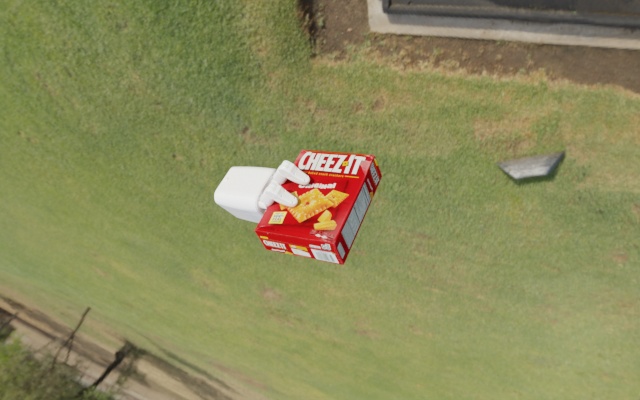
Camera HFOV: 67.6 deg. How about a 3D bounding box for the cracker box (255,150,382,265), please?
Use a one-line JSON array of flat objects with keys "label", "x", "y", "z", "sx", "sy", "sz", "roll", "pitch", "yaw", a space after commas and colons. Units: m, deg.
[{"label": "cracker box", "x": 0.000, "y": 0.003, "z": 0.891, "sx": 0.164, "sy": 0.213, "sz": 0.072, "roll": 8, "pitch": -37, "yaw": 27}]
